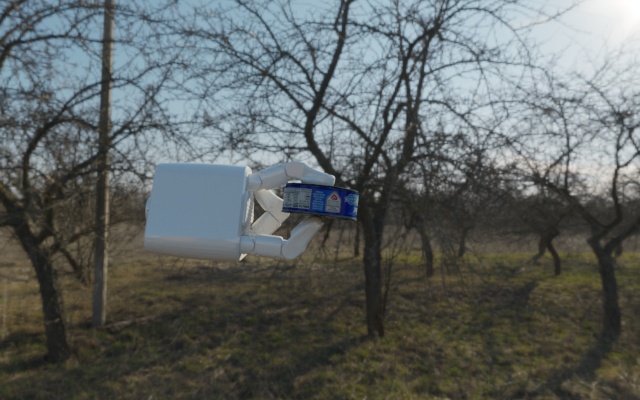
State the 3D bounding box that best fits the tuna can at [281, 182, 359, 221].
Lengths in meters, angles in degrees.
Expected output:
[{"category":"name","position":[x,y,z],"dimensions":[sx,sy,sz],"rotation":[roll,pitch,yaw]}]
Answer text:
[{"category":"tuna can","position":[0.000,0.001,0.541],"dimensions":[0.086,0.034,0.086],"rotation":[7,-3,0]}]
